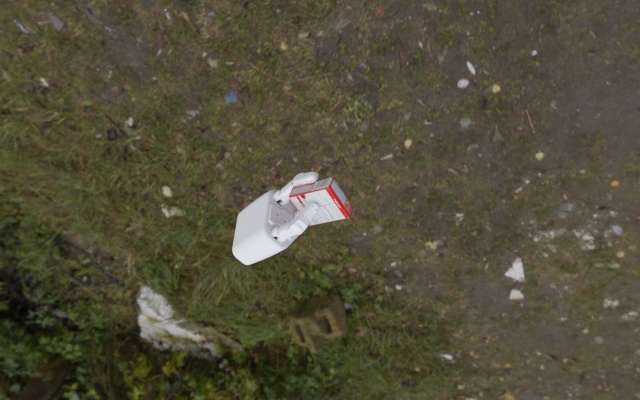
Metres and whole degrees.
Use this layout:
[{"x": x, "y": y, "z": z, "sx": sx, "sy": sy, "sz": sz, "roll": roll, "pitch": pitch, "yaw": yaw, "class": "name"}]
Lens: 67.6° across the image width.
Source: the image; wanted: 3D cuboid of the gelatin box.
[{"x": 0.000, "y": 0.003, "z": 0.821, "sx": 0.089, "sy": 0.073, "sz": 0.030, "roll": -13, "pitch": 36, "yaw": 34, "class": "gelatin box"}]
